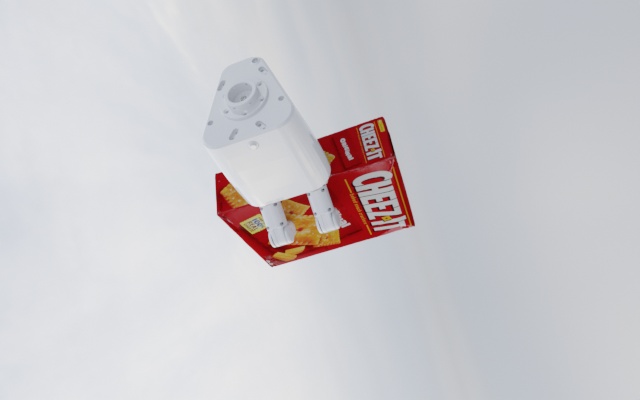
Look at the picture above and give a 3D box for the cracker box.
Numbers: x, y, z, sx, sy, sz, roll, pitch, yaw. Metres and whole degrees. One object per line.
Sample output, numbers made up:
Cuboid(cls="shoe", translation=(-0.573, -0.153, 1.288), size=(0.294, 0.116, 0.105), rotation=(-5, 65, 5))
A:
Cuboid(cls="cracker box", translation=(0.000, 0.002, 0.604), size=(0.214, 0.072, 0.164), rotation=(-17, -34, 10))
